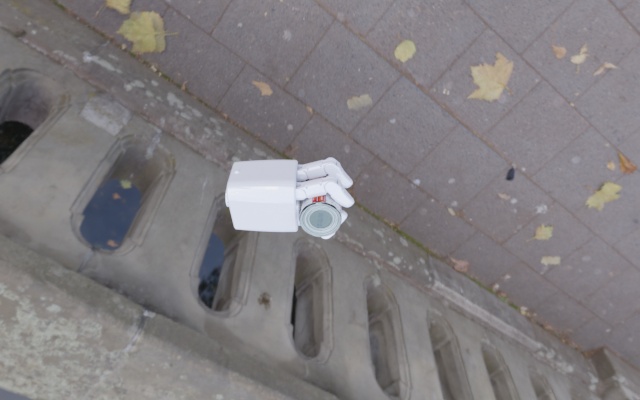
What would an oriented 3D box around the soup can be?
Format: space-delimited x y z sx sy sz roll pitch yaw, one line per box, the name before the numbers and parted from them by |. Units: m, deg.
soup can | 0.001 0.003 0.778 0.068 0.068 0.102 0 34 0
